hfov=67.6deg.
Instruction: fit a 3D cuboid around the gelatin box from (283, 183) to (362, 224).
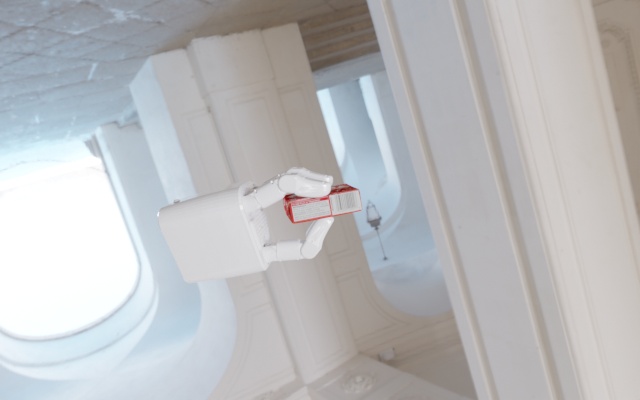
[{"bbox_3d":[0.001,0.002,0.595,0.089,0.030,0.073,-11,8,-7],"label":"gelatin box"}]
